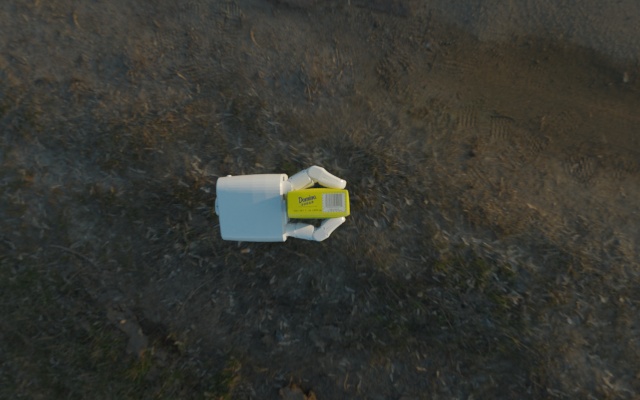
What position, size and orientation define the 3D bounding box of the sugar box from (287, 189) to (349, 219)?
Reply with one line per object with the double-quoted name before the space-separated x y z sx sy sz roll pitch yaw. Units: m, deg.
"sugar box" 0.000 0.002 0.788 0.093 0.048 0.176 -1 4 2
